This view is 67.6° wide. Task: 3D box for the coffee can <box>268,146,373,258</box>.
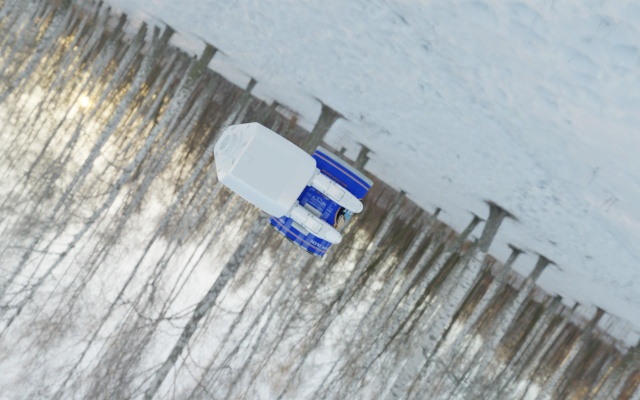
[{"bbox_3d":[0.000,0.002,0.735,0.103,0.140,0.103,34,2,-1],"label":"coffee can"}]
